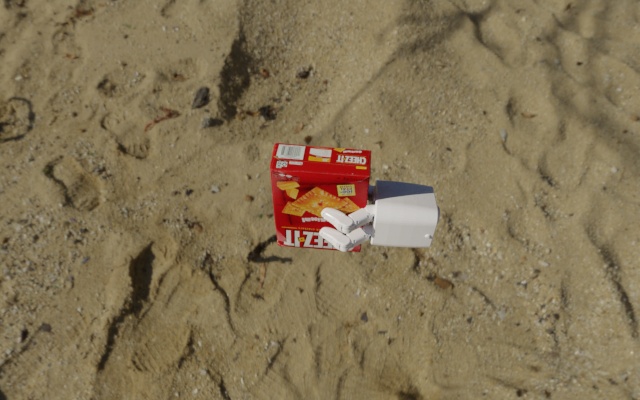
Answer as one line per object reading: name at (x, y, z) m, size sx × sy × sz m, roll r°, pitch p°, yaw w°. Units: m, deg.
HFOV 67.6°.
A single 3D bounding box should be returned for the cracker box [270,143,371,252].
cracker box at (0.000, 0.003, 0.849) m, size 0.164 × 0.072 × 0.214 m, roll 5°, pitch -41°, yaw 3°
